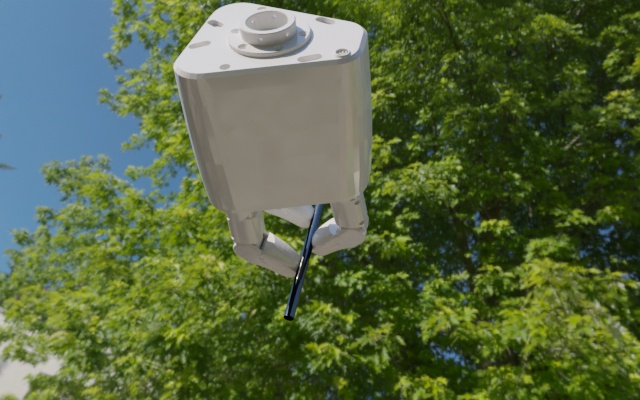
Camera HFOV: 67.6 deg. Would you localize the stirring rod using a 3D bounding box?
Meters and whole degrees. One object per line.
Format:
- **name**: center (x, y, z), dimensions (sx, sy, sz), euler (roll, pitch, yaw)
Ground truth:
- **stirring rod**: center (0.000, 0.001, 0.434), dimensions (0.011, 0.239, 0.011), euler (8, -43, 8)
